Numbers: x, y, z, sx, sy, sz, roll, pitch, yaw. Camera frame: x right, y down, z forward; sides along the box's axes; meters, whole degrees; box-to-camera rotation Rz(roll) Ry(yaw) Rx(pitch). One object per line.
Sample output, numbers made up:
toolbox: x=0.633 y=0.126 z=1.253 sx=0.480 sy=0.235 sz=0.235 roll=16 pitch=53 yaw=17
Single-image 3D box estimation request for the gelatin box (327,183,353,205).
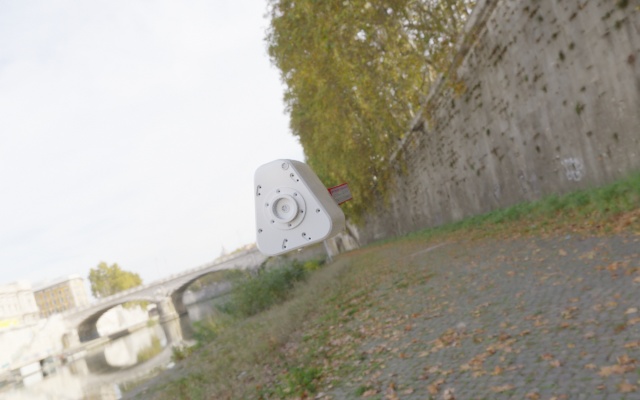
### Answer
gelatin box: x=0.000 y=0.002 z=0.719 sx=0.073 sy=0.030 sz=0.089 roll=-20 pitch=1 yaw=22
